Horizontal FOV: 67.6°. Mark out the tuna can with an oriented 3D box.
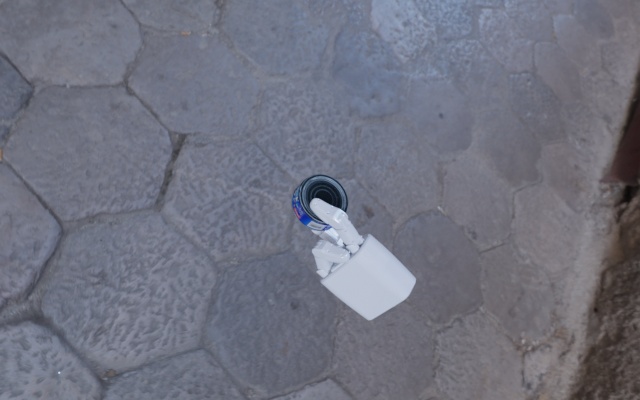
[{"bbox_3d":[0.000,0.002,0.746,0.086,0.086,0.034,0,-21,-24],"label":"tuna can"}]
